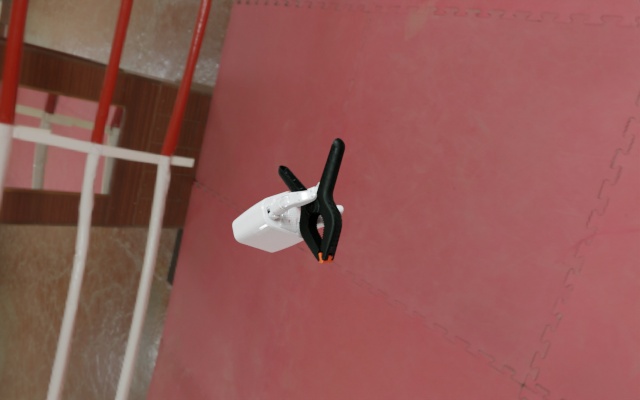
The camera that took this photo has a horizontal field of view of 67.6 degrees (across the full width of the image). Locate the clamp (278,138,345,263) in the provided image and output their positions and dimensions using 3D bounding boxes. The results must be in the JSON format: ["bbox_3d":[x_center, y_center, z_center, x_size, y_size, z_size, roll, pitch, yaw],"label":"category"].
[{"bbox_3d":[0.000,0.003,0.839,0.036,0.210,0.164,3,-23,-44],"label":"clamp"}]
